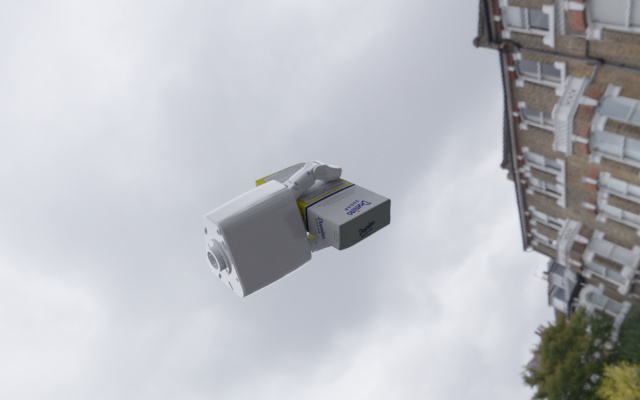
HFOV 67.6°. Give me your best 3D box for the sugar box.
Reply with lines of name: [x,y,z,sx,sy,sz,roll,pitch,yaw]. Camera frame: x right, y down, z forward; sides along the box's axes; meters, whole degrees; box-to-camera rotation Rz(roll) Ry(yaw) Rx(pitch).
sugar box: [0.000,0.003,0.650,0.093,0.048,0.176,-25,38,-33]
